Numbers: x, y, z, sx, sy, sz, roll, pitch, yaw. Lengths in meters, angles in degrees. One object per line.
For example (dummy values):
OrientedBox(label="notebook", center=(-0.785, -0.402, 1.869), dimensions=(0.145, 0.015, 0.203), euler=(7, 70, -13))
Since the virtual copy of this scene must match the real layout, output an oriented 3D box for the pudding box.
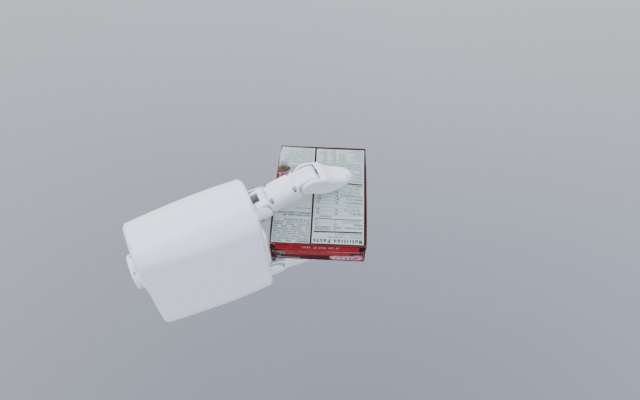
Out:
OrientedBox(label="pudding box", center=(0.000, 0.001, 0.465), dimensions=(0.090, 0.113, 0.039), euler=(3, -28, 0))
